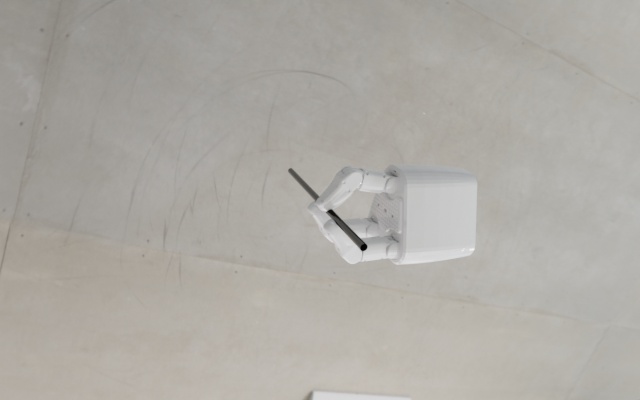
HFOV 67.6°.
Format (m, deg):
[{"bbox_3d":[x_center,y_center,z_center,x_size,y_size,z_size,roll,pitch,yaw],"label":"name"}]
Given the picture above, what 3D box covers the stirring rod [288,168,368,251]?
[{"bbox_3d":[0.000,0.002,0.563,0.011,0.011,0.239,0,21,-22],"label":"stirring rod"}]
